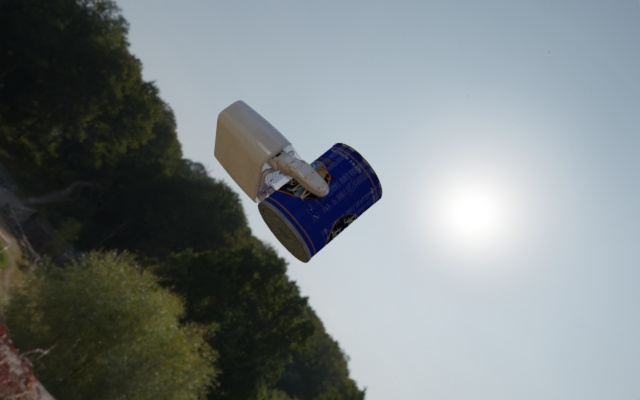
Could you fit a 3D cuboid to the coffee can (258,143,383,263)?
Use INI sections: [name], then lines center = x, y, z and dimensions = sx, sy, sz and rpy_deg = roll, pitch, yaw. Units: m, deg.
[coffee can]
center = 0.000, 0.002, 0.655
dimensions = 0.140, 0.103, 0.103
rpy_deg = -39, 14, -18
